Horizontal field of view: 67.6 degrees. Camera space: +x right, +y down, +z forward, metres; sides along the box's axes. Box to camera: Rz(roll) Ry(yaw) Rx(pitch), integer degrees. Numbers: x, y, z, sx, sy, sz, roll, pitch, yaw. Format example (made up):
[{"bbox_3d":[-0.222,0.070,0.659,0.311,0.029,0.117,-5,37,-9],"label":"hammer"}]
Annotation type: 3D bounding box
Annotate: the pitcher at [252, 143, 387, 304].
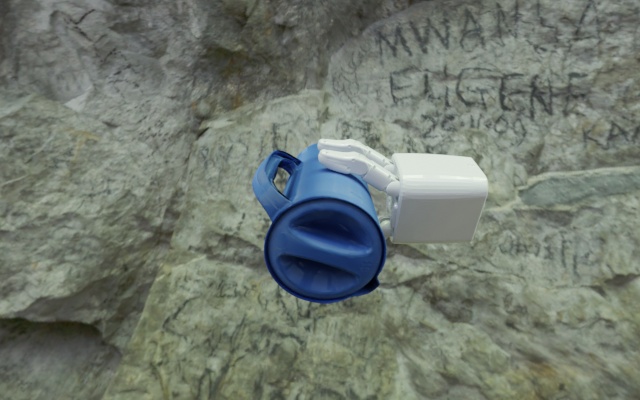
[{"bbox_3d":[0.000,0.002,0.614,0.145,0.149,0.242,-1,25,1],"label":"pitcher"}]
